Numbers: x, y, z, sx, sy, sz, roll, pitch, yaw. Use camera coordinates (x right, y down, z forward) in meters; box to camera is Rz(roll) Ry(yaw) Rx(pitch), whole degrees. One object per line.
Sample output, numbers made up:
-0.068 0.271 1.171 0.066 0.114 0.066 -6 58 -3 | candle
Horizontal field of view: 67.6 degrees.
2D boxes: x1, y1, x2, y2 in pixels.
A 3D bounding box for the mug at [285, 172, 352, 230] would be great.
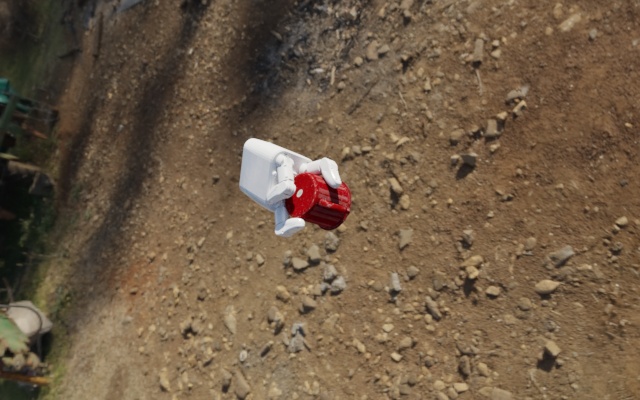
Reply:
0.001 0.003 0.818 0.081 0.093 0.117 18 5 -43 | mug
